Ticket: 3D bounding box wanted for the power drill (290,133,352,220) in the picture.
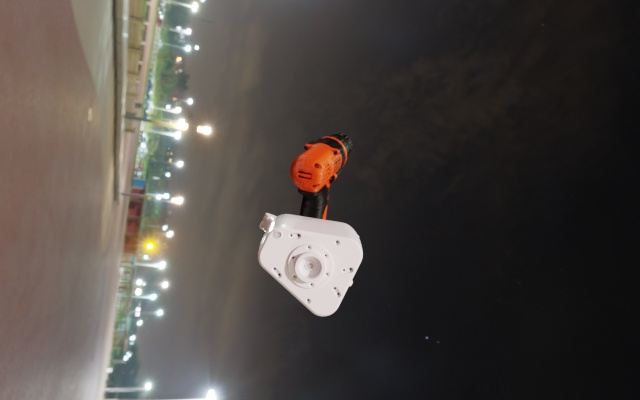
[{"bbox_3d":[0.000,0.003,0.689,0.057,0.188,0.184,10,21,16],"label":"power drill"}]
